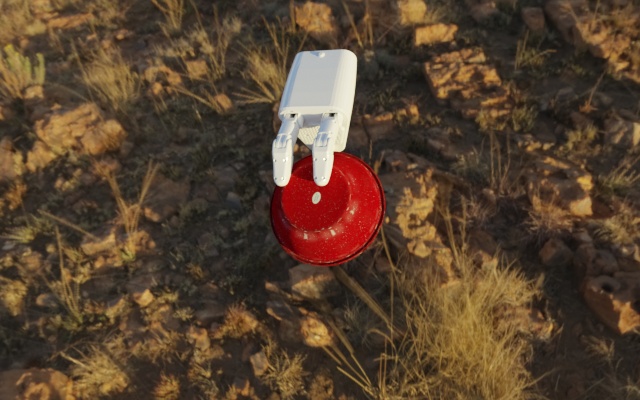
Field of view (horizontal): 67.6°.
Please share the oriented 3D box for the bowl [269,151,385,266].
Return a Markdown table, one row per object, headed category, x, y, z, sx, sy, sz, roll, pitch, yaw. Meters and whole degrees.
| category | x | y | z | sx | sy | sz | roll | pitch | yaw |
| --- | --- | --- | --- | --- | --- | --- | --- | --- | --- |
| bowl | 0.000 | 0.003 | 0.622 | 0.162 | 0.162 | 0.055 | 0 | -15 | 16 |
